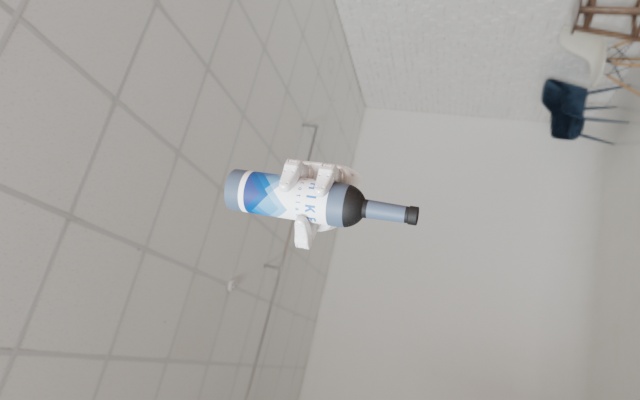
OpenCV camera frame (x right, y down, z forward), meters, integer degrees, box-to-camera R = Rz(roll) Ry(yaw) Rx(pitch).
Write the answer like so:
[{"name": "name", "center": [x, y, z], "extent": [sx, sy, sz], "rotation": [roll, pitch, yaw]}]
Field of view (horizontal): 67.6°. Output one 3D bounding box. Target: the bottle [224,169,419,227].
[{"name": "bottle", "center": [0.000, 0.002, 0.727], "extent": [0.295, 0.069, 0.069], "rotation": [8, 2, 17]}]
